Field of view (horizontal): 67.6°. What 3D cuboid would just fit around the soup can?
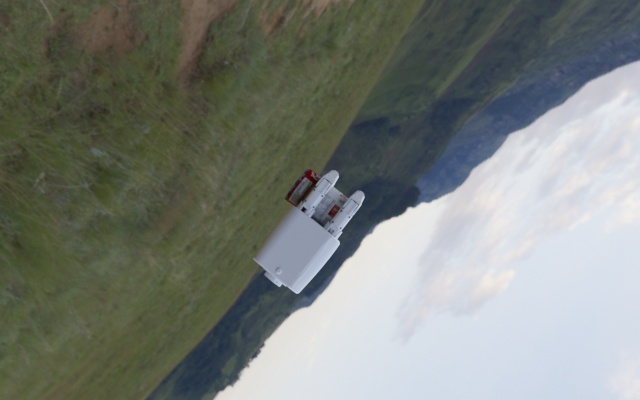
[{"bbox_3d":[0.001,0.002,0.803,0.102,0.068,0.068,38,2,3],"label":"soup can"}]
